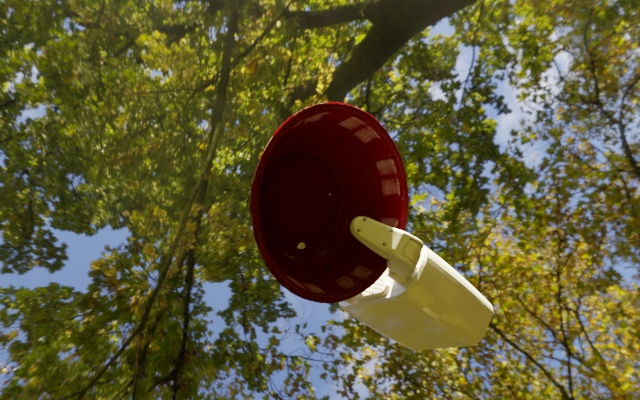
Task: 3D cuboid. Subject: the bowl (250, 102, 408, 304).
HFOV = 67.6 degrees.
[{"bbox_3d":[-0.001,0.000,0.405,0.162,0.162,0.055,0,3,-37],"label":"bowl"}]
